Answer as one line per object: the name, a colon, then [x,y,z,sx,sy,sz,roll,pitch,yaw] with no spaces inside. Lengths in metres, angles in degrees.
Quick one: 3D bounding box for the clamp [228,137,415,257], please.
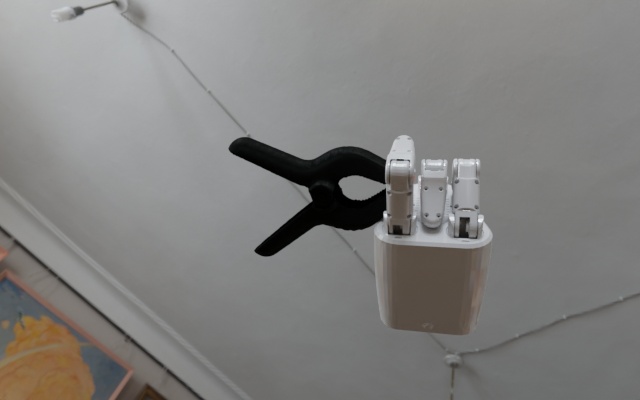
clamp: [0.000,0.001,0.446,0.171,0.120,0.039,4,28,15]
